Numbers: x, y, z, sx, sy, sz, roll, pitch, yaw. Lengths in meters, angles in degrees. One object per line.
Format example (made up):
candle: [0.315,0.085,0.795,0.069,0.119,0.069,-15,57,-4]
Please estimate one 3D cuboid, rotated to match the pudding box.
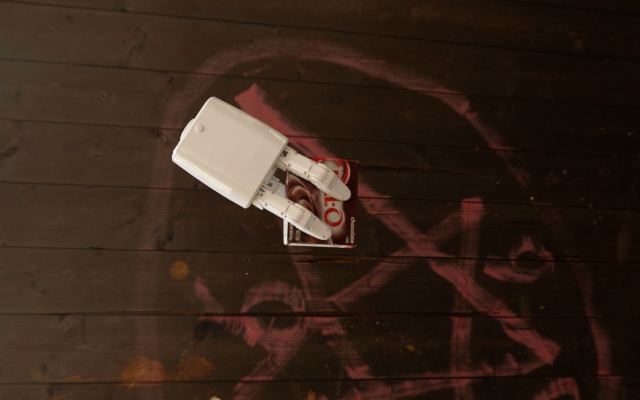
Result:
pudding box: [0.000,0.002,0.607,0.090,0.113,0.039,4,-6,-13]
